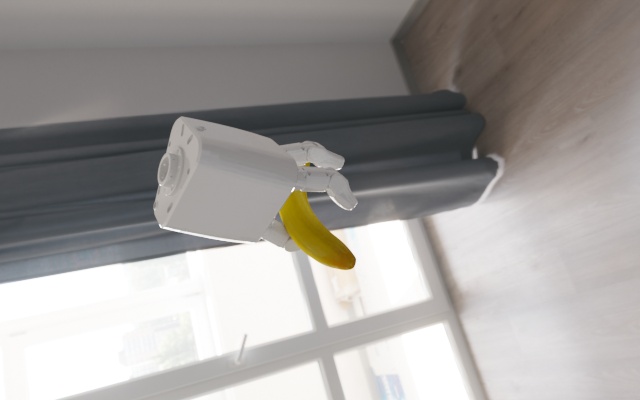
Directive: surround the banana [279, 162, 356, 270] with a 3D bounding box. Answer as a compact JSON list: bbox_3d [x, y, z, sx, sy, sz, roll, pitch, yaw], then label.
[{"bbox_3d":[-0.016,0.009,0.555,0.069,0.197,0.037,-32,-42,17],"label":"banana"}]
